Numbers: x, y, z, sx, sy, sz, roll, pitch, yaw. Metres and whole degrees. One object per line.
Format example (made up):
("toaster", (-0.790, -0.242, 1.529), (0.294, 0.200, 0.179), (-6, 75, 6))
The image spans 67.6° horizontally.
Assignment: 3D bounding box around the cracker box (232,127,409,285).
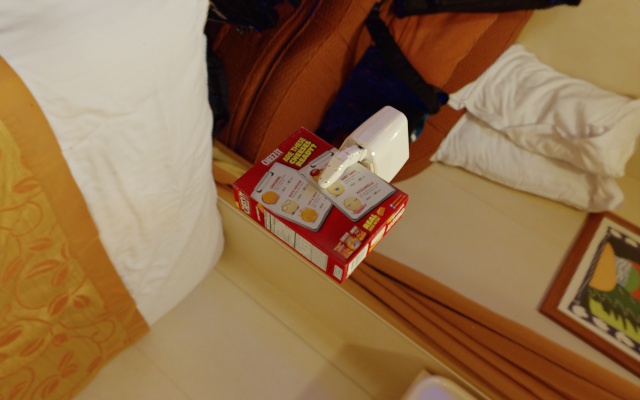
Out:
("cracker box", (0.000, 0.002, 0.733), (0.213, 0.164, 0.072), (34, -32, 19))
